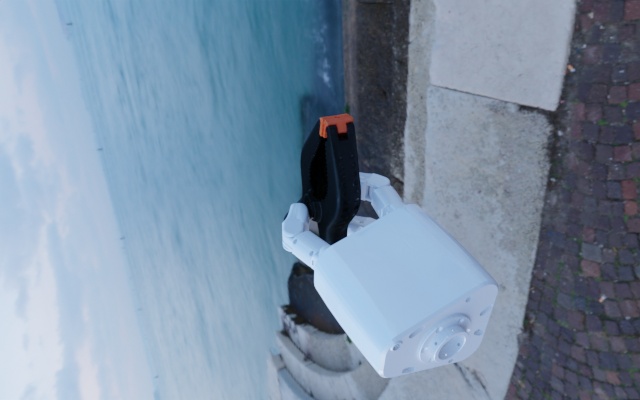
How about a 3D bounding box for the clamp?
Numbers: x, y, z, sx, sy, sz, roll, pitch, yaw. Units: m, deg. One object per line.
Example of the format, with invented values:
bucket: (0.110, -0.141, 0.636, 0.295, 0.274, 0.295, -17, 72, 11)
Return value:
clamp: (-0.001, 0.001, 0.493, 0.036, 0.210, 0.164, -14, 38, -23)
